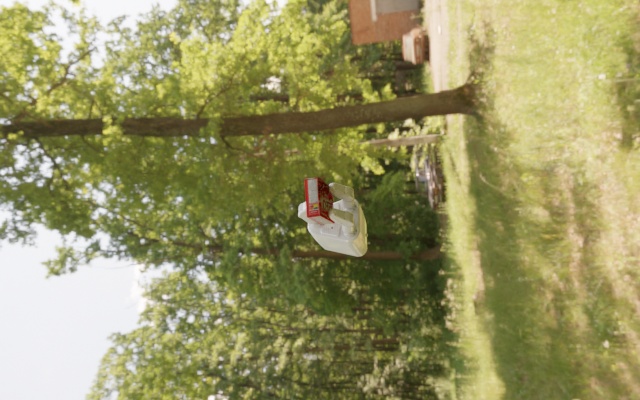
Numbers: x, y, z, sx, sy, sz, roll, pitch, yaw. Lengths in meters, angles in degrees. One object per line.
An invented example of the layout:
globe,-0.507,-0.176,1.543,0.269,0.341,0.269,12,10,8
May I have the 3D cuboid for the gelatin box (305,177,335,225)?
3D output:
gelatin box,0.000,0.003,0.898,0.030,0.073,0.089,-8,-15,18
